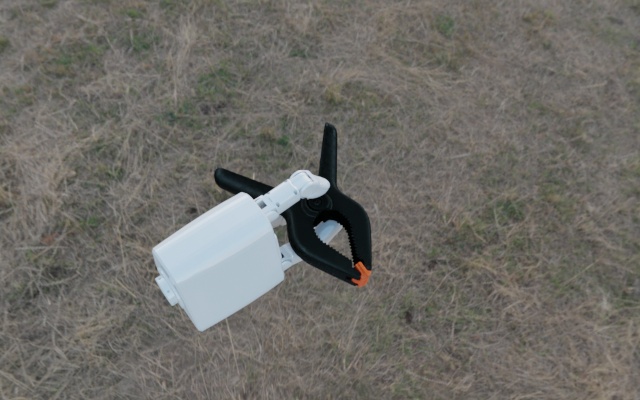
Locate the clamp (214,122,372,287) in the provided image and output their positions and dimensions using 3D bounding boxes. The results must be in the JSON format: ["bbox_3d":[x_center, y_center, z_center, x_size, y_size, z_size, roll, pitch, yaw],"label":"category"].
[{"bbox_3d":[0.000,0.002,0.550,0.164,0.210,0.036,-33,-23,-21],"label":"clamp"}]
